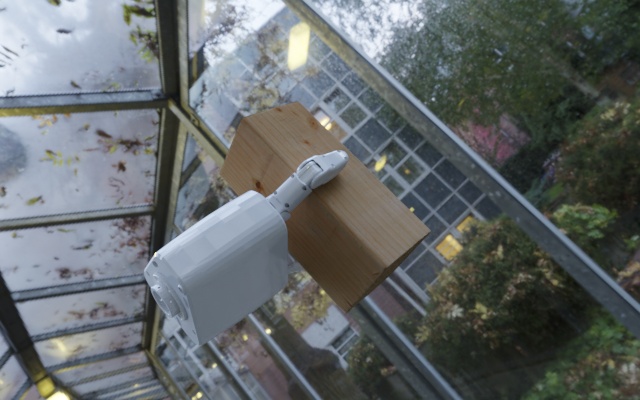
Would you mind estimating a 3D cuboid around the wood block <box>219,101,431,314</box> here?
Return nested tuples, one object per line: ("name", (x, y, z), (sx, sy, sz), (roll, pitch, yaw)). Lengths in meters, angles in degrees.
("wood block", (0.000, 0.002, 0.507), (0.090, 0.206, 0.091), (-29, -21, -45))
